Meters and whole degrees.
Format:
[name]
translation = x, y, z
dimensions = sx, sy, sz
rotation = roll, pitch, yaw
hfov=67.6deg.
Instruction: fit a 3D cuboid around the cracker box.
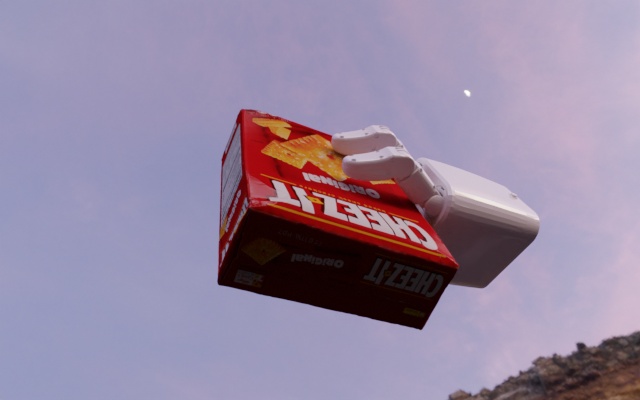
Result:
[cracker box]
translation = 0.000, 0.001, 0.418
dimensions = 0.164, 0.072, 0.213
rotation = 16, 23, -18
